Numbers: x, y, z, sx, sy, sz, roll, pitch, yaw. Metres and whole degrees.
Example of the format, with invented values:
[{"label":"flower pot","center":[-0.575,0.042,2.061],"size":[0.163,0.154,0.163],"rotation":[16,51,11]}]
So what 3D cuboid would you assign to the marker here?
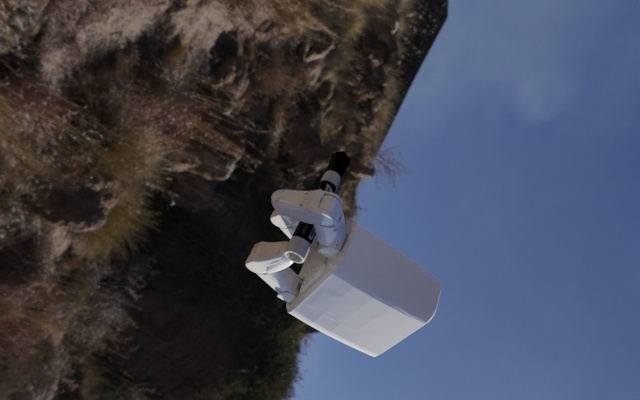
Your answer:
[{"label":"marker","center":[0.000,0.001,0.429],"size":[0.020,0.121,0.020],"rotation":[18,-33,12]}]
